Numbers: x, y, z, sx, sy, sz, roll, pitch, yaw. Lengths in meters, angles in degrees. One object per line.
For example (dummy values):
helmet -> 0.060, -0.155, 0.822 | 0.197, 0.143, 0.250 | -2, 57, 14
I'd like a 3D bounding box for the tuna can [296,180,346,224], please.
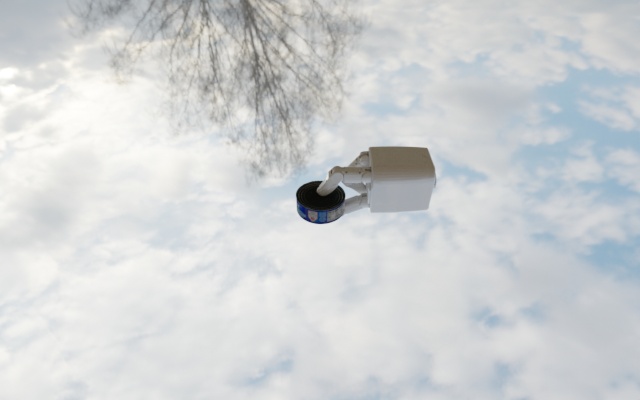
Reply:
tuna can -> 0.000, 0.003, 0.828 | 0.086, 0.034, 0.086 | 1, 37, -1
